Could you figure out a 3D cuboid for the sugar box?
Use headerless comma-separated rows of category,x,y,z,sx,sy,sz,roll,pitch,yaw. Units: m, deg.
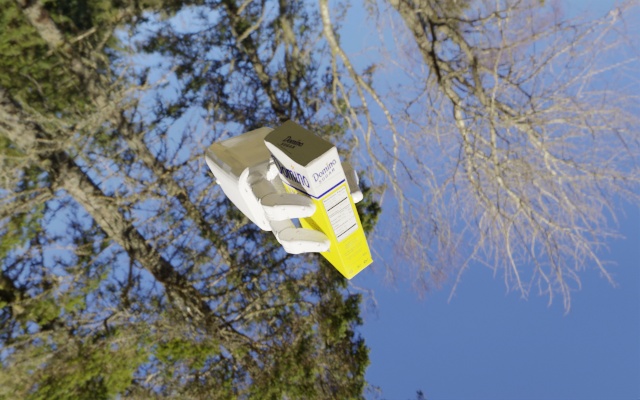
sugar box,0.000,0.002,0.546,0.048,0.176,0.093,-37,41,-14
